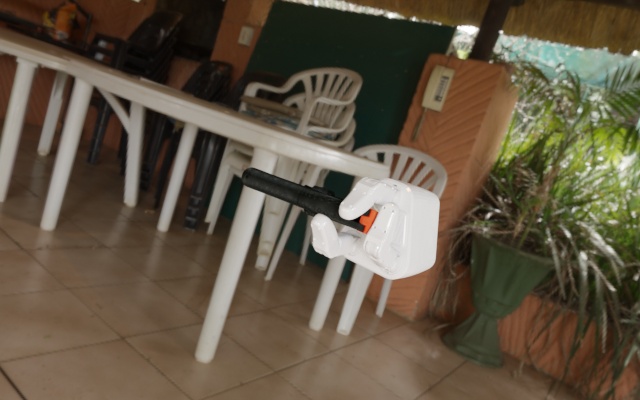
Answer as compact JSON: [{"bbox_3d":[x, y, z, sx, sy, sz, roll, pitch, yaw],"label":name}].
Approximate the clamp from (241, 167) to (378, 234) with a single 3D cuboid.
[{"bbox_3d":[0.000,0.001,0.574,0.171,0.039,0.120,24,10,31],"label":"clamp"}]
